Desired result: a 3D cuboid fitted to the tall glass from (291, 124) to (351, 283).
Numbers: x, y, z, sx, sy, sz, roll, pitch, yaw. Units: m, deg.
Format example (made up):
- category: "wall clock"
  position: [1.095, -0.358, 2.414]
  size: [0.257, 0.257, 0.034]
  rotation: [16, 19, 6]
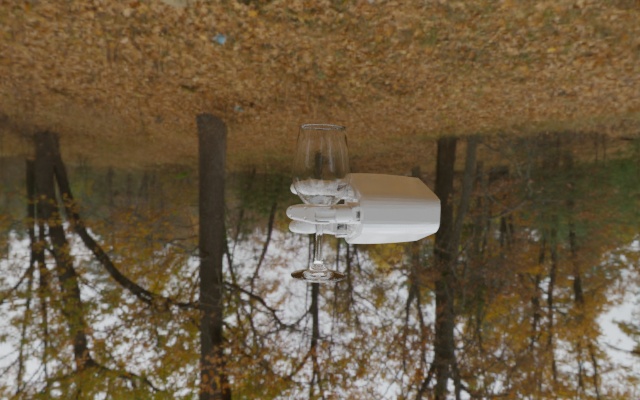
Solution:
- category: "tall glass"
  position: [0.000, 0.003, 0.636]
  size: [0.079, 0.201, 0.079]
  rotation: [1, 4, 0]
